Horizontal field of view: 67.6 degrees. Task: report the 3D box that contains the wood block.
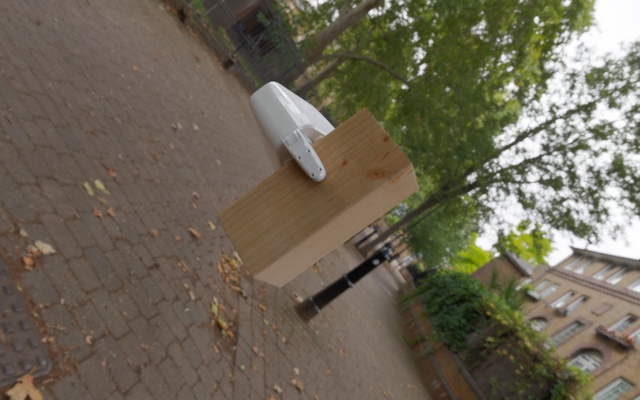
[{"bbox_3d":[0.000,0.001,0.551,0.206,0.090,0.091,-36,-24,4],"label":"wood block"}]
